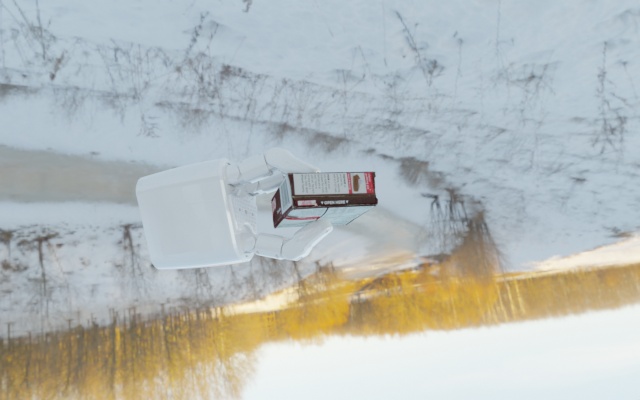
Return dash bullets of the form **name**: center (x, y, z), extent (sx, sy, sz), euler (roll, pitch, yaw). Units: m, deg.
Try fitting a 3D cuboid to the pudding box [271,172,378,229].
- **pudding box**: center (0.000, 0.002, 0.508), extent (0.090, 0.039, 0.113), euler (-3, -11, -15)
